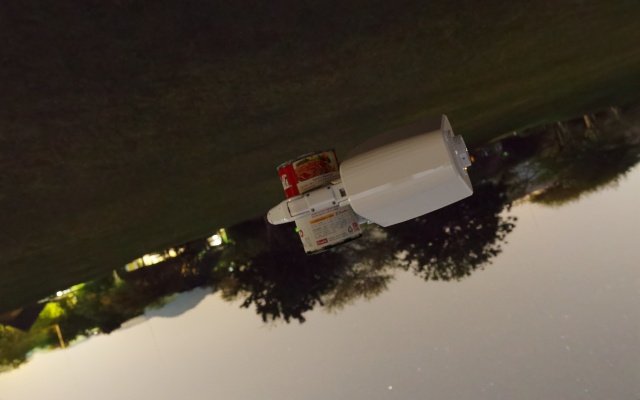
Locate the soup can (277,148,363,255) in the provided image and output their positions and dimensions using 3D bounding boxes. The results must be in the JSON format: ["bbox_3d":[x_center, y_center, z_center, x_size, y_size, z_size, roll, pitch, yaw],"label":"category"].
[{"bbox_3d":[0.000,0.002,0.527,0.068,0.102,0.068,-19,-3,-1],"label":"soup can"}]
